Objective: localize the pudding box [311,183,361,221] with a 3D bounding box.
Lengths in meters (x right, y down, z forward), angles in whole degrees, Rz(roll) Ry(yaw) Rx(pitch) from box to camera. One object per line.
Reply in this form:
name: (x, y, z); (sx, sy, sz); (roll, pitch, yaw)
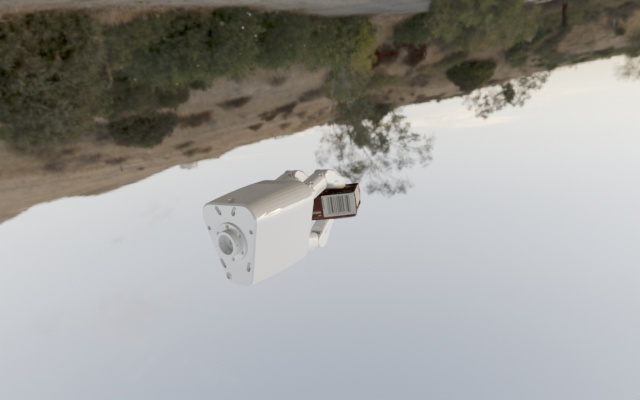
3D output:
pudding box: (0.000, 0.002, 0.701); (0.113, 0.039, 0.090); (-4, 11, 9)
